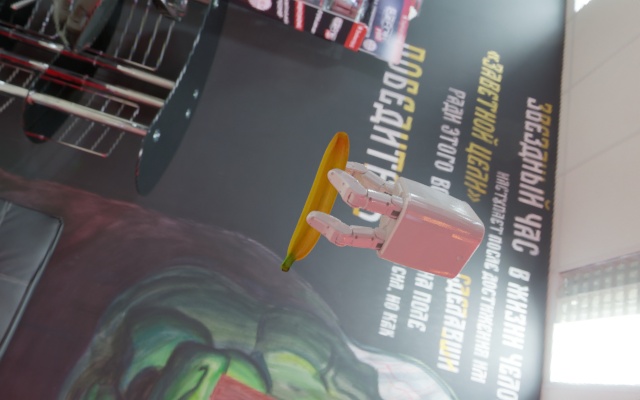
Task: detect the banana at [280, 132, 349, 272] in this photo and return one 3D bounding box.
[{"bbox_3d":[0.000,0.002,0.641,0.037,0.198,0.069,21,10,-1],"label":"banana"}]
